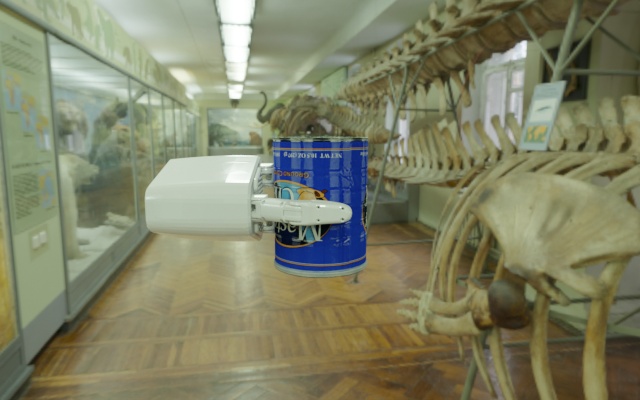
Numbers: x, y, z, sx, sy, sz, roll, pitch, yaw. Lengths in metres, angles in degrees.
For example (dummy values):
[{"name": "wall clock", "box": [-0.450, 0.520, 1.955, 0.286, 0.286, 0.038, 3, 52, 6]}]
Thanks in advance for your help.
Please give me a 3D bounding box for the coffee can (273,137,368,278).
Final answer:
[{"name": "coffee can", "box": [0.000, 0.002, 0.518, 0.103, 0.140, 0.103, 0, 8, 0]}]
